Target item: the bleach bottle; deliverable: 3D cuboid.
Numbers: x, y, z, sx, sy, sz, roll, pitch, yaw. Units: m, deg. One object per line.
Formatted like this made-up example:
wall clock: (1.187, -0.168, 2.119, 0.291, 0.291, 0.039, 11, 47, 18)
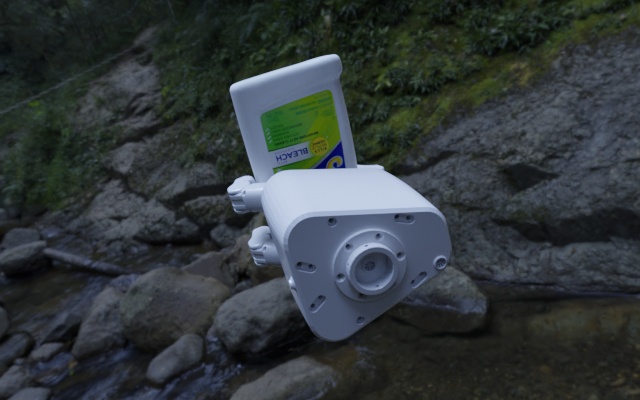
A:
bleach bottle: (0.000, 0.001, 0.451, 0.102, 0.251, 0.068, -19, 18, -8)
